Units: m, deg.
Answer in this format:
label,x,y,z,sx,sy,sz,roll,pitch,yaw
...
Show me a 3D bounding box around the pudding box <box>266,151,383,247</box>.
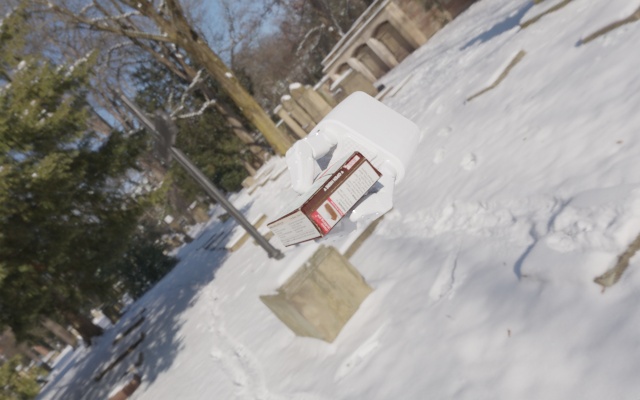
label,x,y,z,sx,sy,sz,roll,pitch,yaw
pudding box,0.000,0.001,0.487,0.090,0.039,0.113,-46,7,-22
